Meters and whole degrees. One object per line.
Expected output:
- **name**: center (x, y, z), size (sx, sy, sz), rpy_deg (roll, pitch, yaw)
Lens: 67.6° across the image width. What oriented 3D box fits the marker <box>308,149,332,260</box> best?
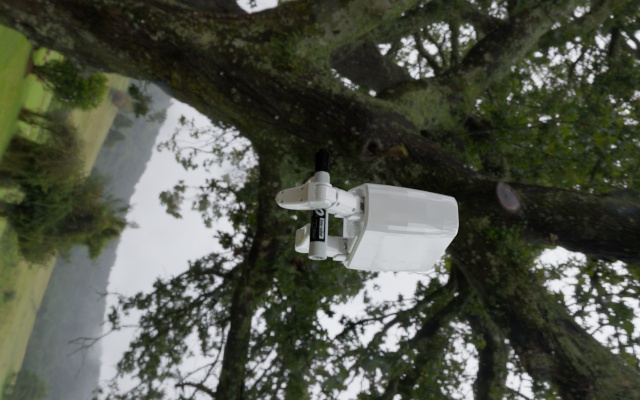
- **marker**: center (0.000, 0.002, 0.504), size (0.020, 0.121, 0.020), rpy_deg (3, -20, 1)
